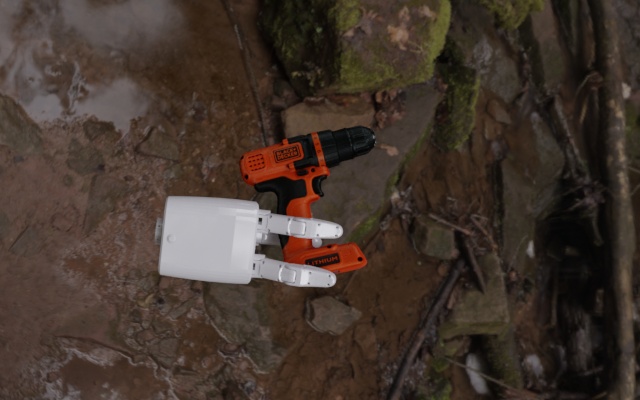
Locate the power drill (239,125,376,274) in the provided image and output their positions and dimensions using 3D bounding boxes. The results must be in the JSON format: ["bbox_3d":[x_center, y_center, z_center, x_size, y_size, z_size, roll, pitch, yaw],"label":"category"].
[{"bbox_3d":[0.000,0.003,0.618,0.184,0.187,0.057,-15,-15,1],"label":"power drill"}]
